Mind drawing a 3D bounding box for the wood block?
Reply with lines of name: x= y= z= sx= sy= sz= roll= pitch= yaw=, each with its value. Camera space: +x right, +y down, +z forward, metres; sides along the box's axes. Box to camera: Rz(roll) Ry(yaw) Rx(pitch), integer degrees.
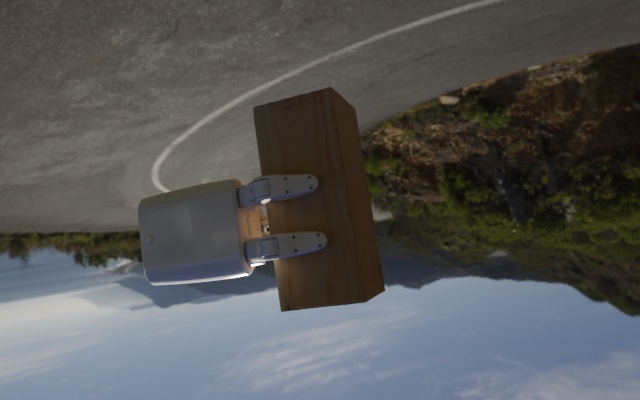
wood block: x=0.000 y=0.002 z=0.500 sx=0.090 sy=0.206 sz=0.091 roll=-11 pitch=-7 yaw=18
